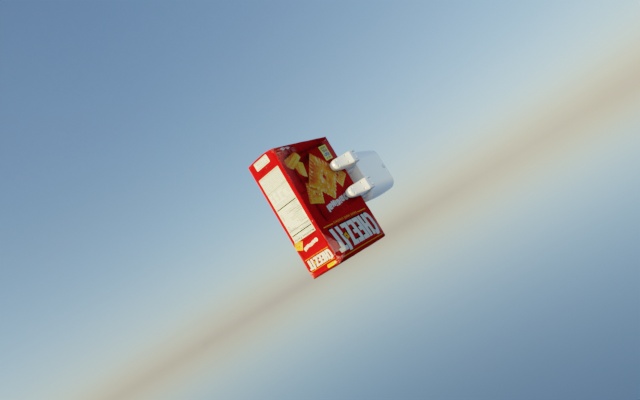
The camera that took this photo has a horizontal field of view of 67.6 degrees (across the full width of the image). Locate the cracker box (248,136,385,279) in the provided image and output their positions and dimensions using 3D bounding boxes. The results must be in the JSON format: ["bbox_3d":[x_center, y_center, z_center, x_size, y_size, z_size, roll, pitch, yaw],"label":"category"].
[{"bbox_3d":[0.000,0.003,0.812,0.072,0.213,0.164,-37,-9,35],"label":"cracker box"}]
